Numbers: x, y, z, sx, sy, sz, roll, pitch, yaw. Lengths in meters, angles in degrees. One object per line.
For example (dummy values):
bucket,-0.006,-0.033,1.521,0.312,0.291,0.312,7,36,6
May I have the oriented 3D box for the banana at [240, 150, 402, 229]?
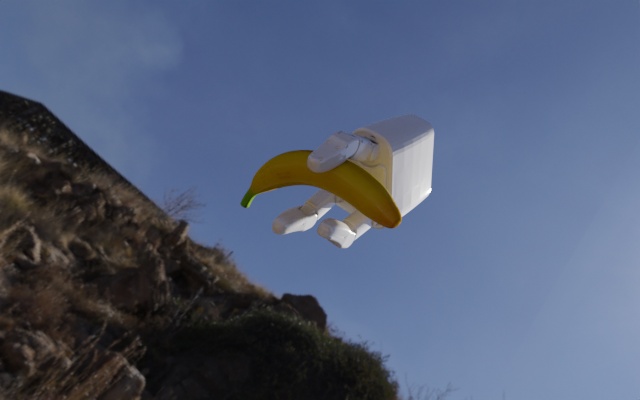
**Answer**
banana,-0.002,-0.017,0.496,0.198,0.069,0.037,7,7,36
